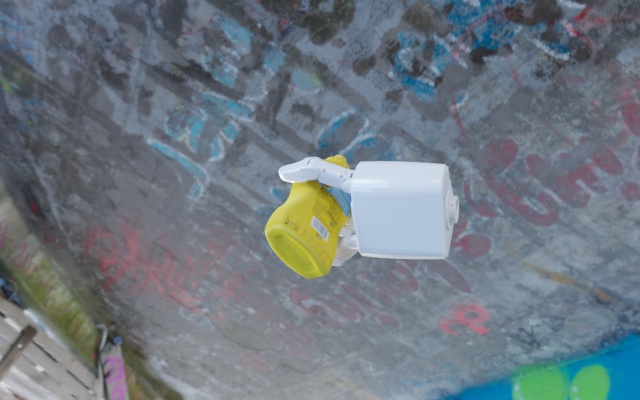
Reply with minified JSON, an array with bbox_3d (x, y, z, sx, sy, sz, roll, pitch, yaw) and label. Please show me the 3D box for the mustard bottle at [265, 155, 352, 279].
[{"bbox_3d":[0.000,0.002,0.633,0.058,0.096,0.191,-22,30,38],"label":"mustard bottle"}]
